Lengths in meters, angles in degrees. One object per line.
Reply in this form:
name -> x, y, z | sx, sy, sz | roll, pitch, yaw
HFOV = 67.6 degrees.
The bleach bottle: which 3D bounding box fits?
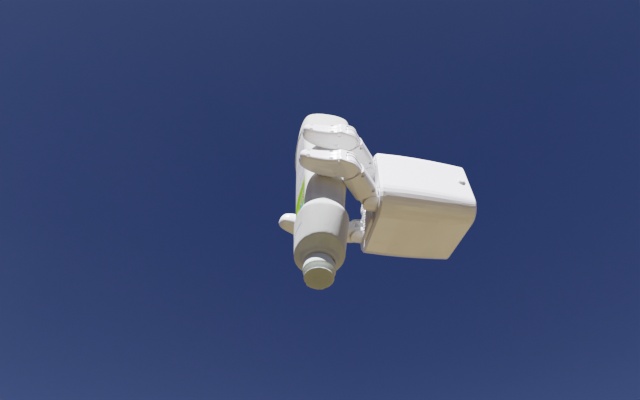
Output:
bleach bottle -> 0.000, 0.002, 0.535 | 0.068, 0.103, 0.250 | 7, 37, -4
